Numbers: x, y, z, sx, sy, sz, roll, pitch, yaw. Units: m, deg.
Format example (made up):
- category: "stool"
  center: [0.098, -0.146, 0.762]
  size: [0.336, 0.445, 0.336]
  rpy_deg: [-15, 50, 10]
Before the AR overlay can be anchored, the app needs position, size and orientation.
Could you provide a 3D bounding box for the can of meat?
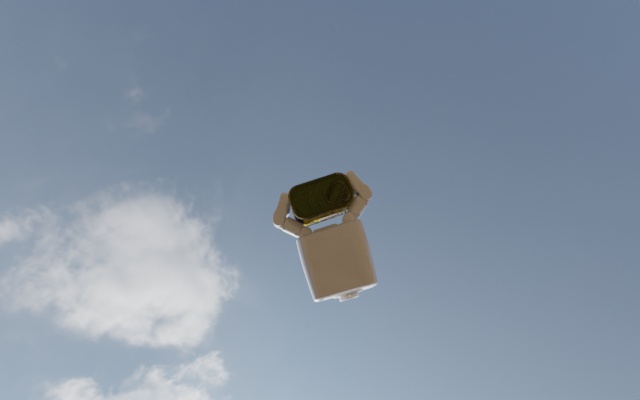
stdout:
- category: "can of meat"
  center: [0.000, 0.003, 0.792]
  size: [0.102, 0.057, 0.084]
  rpy_deg: [-19, -14, -6]
